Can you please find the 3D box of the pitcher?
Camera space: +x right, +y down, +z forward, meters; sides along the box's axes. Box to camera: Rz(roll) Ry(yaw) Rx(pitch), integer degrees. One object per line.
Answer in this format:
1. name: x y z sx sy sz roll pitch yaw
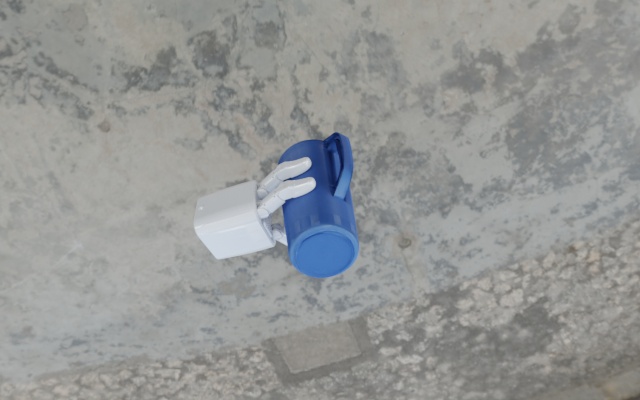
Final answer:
1. pitcher: 0.000 0.003 0.803 0.145 0.149 0.242 -14 37 3
